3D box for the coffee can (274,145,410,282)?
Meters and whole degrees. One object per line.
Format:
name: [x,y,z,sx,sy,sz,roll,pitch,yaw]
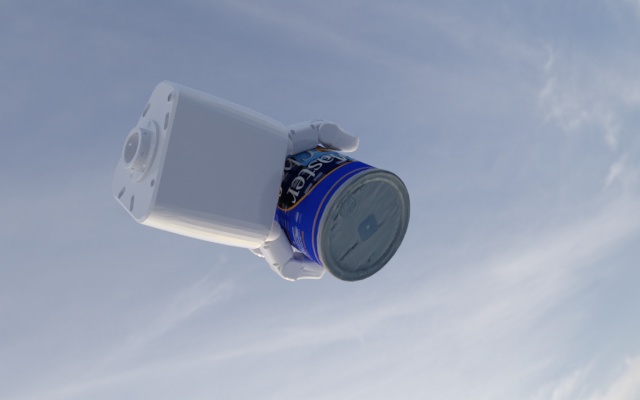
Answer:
coffee can: [0.000,0.002,0.459,0.103,0.103,0.140,0,18,-39]
